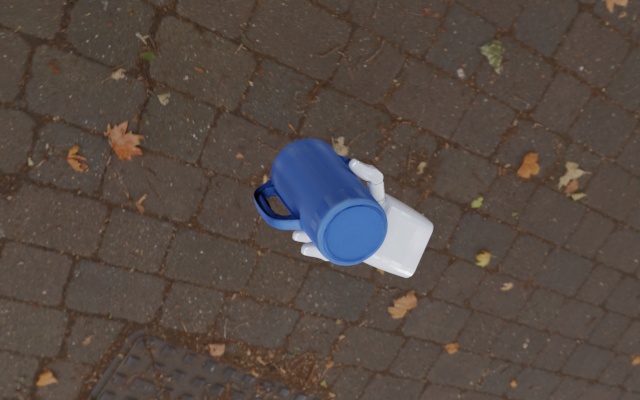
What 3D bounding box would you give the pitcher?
[{"bbox_3d":[0.000,0.003,0.760,0.145,0.149,0.242,27,13,-28],"label":"pitcher"}]
